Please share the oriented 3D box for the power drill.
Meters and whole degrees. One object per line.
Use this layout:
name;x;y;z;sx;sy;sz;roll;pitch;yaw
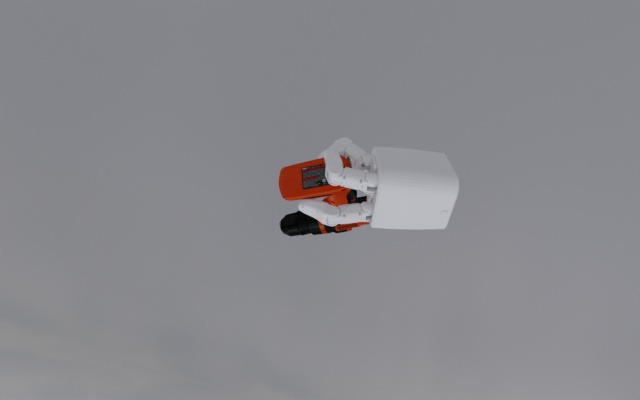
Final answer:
power drill;0.000;0.002;0.751;0.184;0.057;0.188;-13;-24;12
